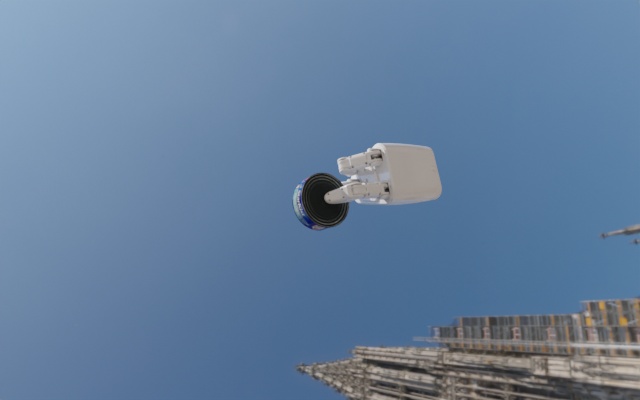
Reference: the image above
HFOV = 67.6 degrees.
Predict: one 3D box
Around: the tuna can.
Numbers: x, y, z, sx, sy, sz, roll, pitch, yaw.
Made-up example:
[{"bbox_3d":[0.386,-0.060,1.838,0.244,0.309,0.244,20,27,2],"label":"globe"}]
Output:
[{"bbox_3d":[0.000,0.003,0.737,0.086,0.086,0.034,0,-13,-33],"label":"tuna can"}]
